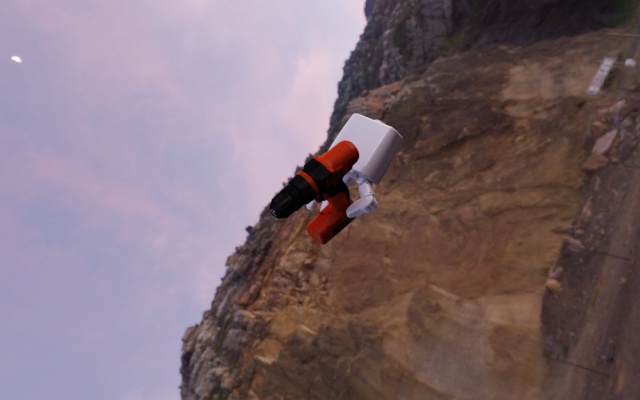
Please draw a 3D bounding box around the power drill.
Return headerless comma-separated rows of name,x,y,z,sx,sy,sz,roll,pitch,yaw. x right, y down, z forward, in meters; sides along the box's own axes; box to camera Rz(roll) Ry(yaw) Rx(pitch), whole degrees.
power drill,0.000,0.003,0.849,0.057,0.184,0.188,43,-17,28
